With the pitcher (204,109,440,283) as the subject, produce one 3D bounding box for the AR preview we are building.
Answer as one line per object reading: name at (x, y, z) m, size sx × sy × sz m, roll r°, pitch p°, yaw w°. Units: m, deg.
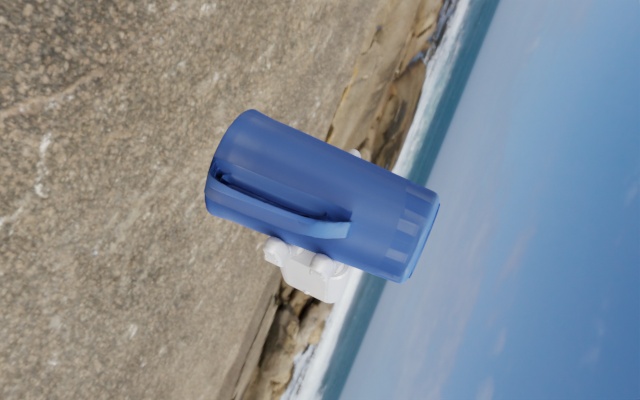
pitcher at (0.000, 0.002, 0.532) m, size 0.243 × 0.149 × 0.145 m, roll 22°, pitch -28°, yaw 11°
